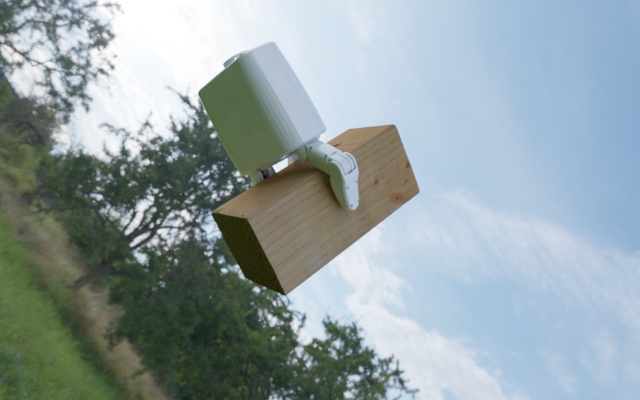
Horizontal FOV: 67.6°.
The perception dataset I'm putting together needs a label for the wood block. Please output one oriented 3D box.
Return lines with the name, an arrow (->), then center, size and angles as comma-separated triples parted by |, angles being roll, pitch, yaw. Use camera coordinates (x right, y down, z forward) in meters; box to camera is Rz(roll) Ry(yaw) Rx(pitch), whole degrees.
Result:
wood block -> 0.000, 0.001, 0.528 | 0.206, 0.090, 0.091 | -34, 22, -28
